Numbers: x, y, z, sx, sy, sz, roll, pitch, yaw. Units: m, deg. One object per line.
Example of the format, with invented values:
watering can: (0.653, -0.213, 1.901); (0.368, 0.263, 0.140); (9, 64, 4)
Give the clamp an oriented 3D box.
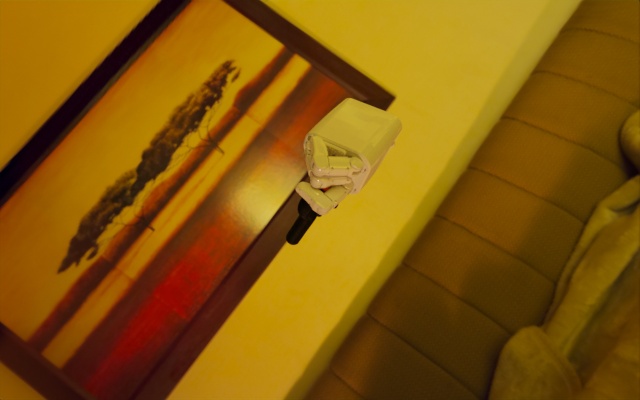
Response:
clamp: (0.000, 0.002, 0.786); (0.120, 0.039, 0.171); (-46, -9, -30)
